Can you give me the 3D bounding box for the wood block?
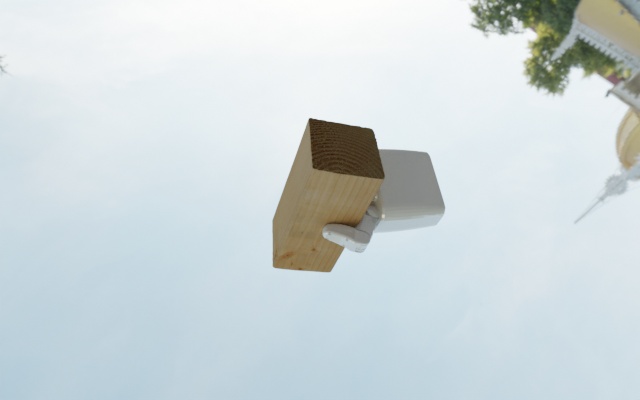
[{"bbox_3d":[0.000,0.002,0.639,0.090,0.090,0.206,7,-42,-16],"label":"wood block"}]
